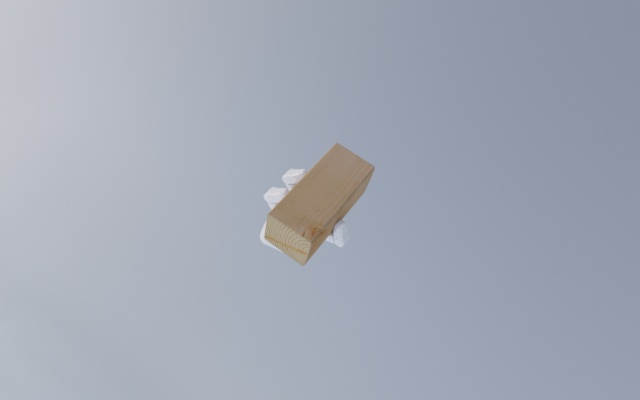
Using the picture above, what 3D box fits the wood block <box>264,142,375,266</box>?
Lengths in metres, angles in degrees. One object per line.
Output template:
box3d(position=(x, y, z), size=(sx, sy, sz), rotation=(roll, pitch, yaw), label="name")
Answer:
box3d(position=(0.000, 0.003, 0.857), size=(0.091, 0.206, 0.090), rotation=(34, -33, 11), label="wood block")
